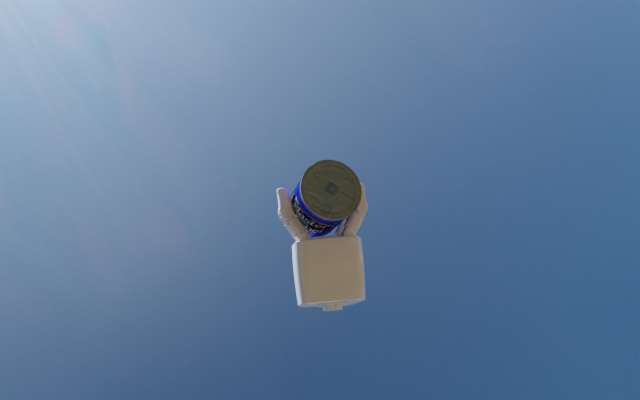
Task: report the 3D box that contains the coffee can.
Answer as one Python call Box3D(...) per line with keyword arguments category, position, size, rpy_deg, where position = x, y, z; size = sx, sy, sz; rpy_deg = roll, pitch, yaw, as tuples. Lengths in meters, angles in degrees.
Box3D(category="coffee can", position=(0.000, 0.002, 0.829), size=(0.103, 0.102, 0.140), rpy_deg=(0, -18, -16))
